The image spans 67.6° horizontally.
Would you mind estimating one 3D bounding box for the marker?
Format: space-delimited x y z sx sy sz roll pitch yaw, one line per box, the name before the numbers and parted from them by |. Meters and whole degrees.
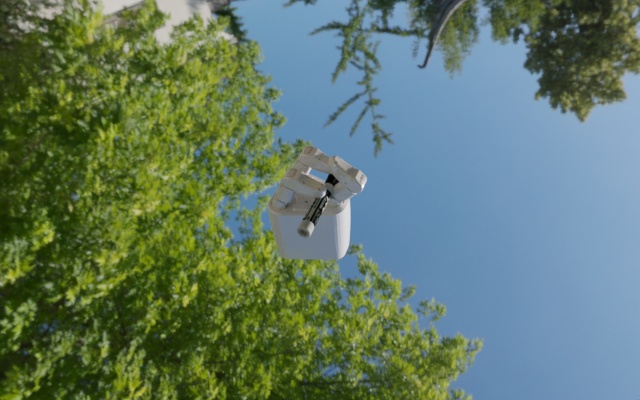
marker | 0.000 0.002 0.645 0.020 0.020 0.121 0 41 29
